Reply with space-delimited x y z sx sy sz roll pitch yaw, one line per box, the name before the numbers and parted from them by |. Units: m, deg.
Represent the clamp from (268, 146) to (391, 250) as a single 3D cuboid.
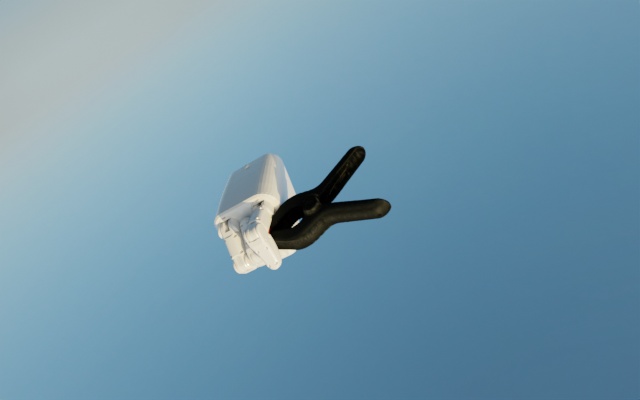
clamp | 0.000 0.002 0.589 0.171 0.120 0.039 -24 -53 18
